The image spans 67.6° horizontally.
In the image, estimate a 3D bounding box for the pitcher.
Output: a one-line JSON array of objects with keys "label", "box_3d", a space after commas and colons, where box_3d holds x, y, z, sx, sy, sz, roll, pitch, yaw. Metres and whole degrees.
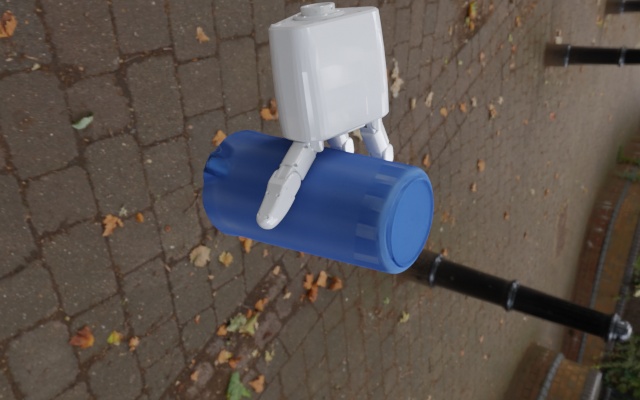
[{"label": "pitcher", "box_3d": [0.000, 0.002, 0.540, 0.243, 0.145, 0.149, 13, 34, 36]}]
